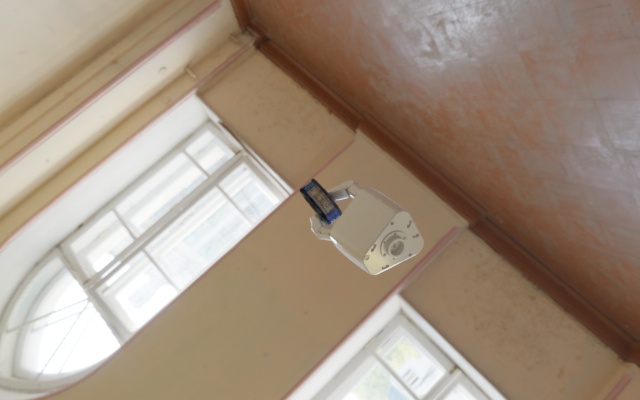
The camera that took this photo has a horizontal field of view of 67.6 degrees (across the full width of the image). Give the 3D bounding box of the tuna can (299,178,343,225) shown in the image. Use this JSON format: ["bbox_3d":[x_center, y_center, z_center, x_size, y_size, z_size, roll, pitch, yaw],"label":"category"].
[{"bbox_3d":[0.000,0.003,0.864,0.034,0.086,0.086,-39,4,-5],"label":"tuna can"}]
